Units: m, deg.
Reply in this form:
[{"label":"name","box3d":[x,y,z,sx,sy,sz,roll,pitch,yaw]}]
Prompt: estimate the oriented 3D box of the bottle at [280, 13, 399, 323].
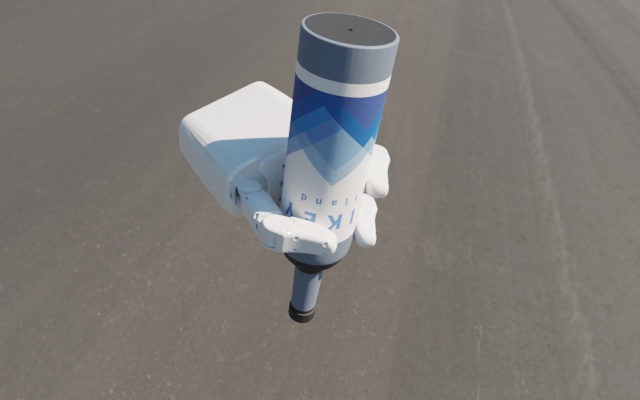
[{"label":"bottle","box3d":[0.000,0.001,0.406,0.069,0.296,0.069,6,38,-5]}]
